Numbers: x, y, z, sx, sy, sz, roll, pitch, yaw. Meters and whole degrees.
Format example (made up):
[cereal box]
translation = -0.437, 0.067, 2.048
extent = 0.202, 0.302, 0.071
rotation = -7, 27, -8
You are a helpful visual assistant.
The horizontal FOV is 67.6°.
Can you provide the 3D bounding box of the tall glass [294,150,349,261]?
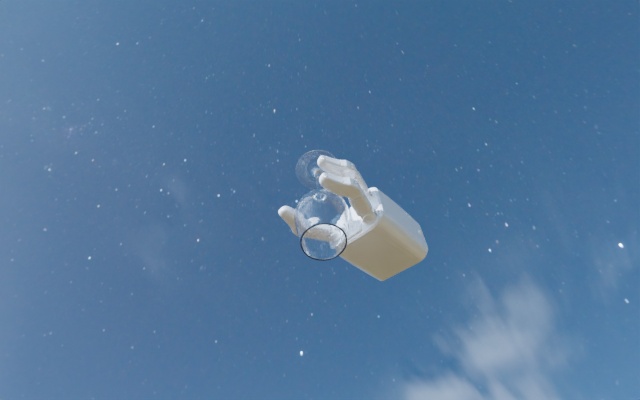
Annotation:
[tall glass]
translation = 0.000, 0.002, 0.706
extent = 0.079, 0.079, 0.201
rotation = 0, 32, -3
